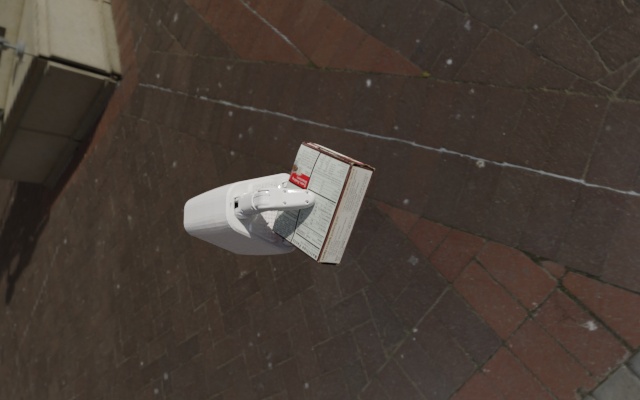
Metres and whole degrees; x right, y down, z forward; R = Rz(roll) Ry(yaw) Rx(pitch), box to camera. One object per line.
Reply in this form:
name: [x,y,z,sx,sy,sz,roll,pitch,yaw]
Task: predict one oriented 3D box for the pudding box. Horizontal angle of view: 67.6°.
pudding box: [0.000,0.002,0.520,0.039,0.113,0.090,8,15,-43]
